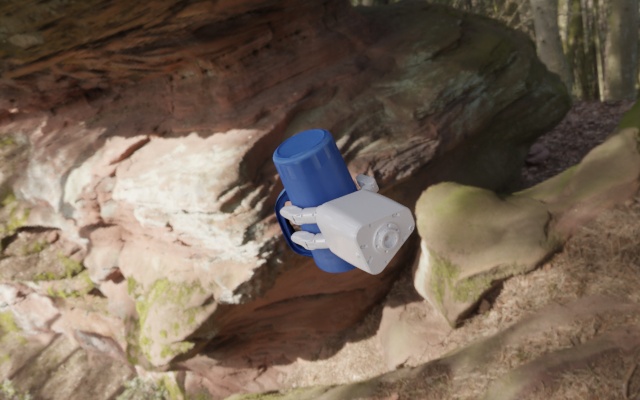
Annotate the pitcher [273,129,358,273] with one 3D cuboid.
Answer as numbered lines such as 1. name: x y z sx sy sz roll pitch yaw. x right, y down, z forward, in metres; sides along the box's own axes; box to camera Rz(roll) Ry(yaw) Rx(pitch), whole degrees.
1. pitcher: 0.000 0.003 0.857 0.149 0.243 0.145 -34 30 -18
